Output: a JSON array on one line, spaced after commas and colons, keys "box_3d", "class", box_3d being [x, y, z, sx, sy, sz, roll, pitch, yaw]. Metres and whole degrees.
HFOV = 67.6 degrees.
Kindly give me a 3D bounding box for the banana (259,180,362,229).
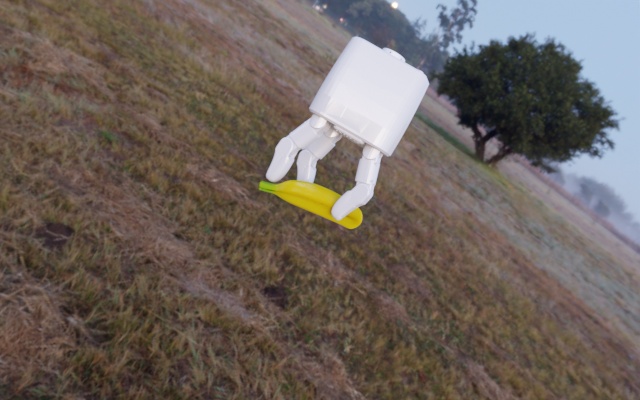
[{"box_3d": [0.010, 0.006, 0.649, 0.069, 0.037, 0.198, 22, -2, 44], "class": "banana"}]
